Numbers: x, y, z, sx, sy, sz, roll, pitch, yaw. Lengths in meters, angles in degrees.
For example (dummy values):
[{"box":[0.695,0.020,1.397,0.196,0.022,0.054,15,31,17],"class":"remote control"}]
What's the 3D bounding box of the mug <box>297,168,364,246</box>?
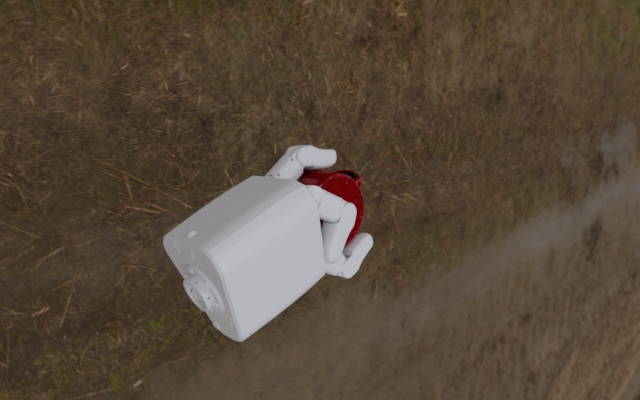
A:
[{"box":[0.001,0.001,0.522,0.081,0.093,0.117,9,37,47],"class":"mug"}]
